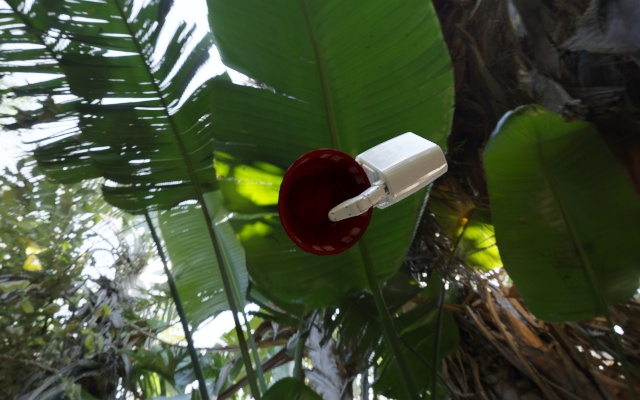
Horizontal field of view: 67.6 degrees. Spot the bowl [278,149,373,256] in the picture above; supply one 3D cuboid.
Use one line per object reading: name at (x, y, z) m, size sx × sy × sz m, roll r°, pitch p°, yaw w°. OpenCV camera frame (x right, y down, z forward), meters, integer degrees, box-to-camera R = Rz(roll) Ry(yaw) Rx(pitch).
bowl at (-0.001, 0.003, 0.739) m, size 0.162 × 0.162 × 0.055 m, roll 0°, pitch 2°, yaw -27°
